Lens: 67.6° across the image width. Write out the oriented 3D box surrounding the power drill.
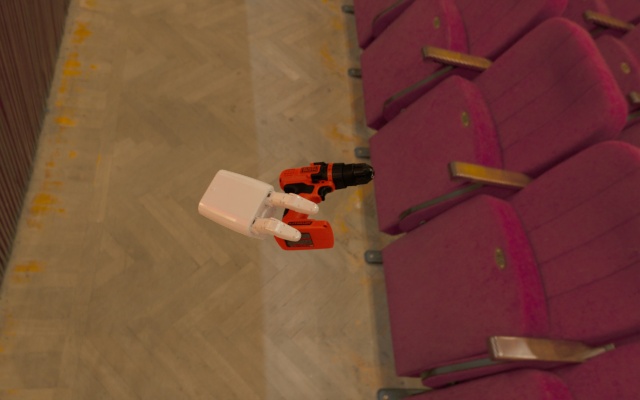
[{"bbox_3d":[0.000,0.003,0.857,0.184,0.057,0.187,-6,40,18],"label":"power drill"}]
